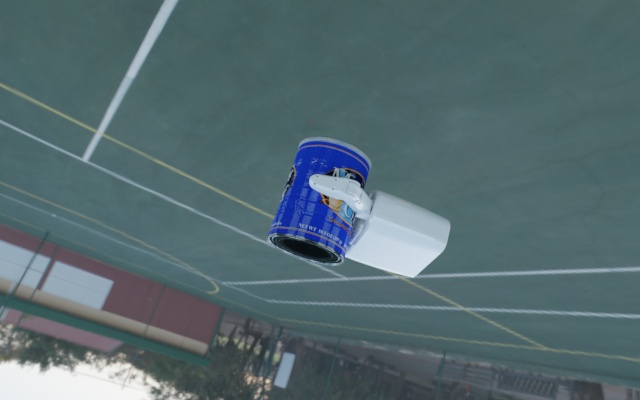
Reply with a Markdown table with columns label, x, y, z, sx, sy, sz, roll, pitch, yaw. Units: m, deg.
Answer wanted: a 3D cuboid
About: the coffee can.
| label | x | y | z | sx | sy | sz | roll | pitch | yaw |
| --- | --- | --- | --- | --- | --- | --- | --- | --- | --- |
| coffee can | 0.000 | 0.002 | 0.629 | 0.103 | 0.140 | 0.103 | 16 | -20 | 6 |
